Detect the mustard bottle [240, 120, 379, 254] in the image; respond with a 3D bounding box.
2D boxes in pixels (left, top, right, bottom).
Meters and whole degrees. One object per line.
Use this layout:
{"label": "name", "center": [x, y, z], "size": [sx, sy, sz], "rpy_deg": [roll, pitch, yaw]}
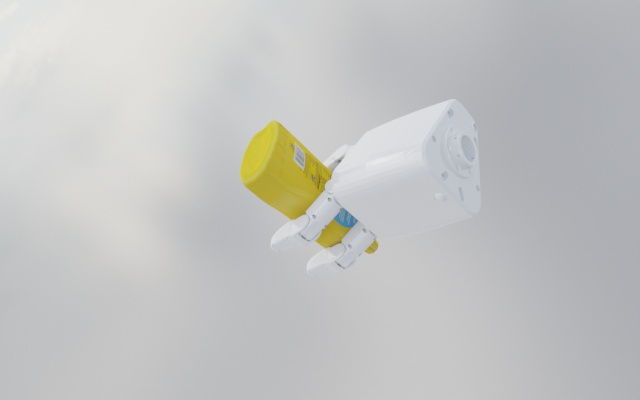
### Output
{"label": "mustard bottle", "center": [0.000, 0.002, 0.530], "size": [0.058, 0.096, 0.192], "rpy_deg": [-36, -59, 25]}
